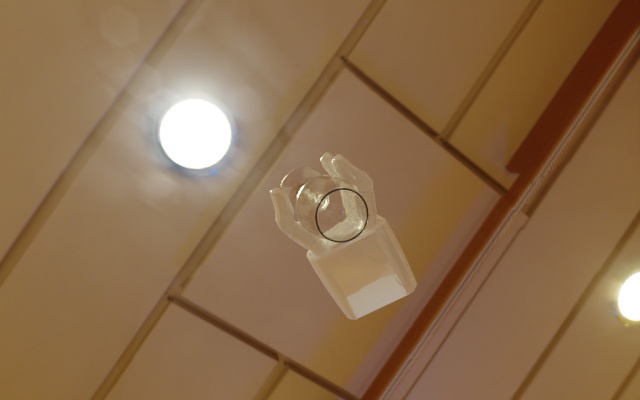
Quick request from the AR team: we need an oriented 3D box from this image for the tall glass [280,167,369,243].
[{"bbox_3d":[0.000,0.002,0.622,0.079,0.079,0.201,0,9,-14],"label":"tall glass"}]
